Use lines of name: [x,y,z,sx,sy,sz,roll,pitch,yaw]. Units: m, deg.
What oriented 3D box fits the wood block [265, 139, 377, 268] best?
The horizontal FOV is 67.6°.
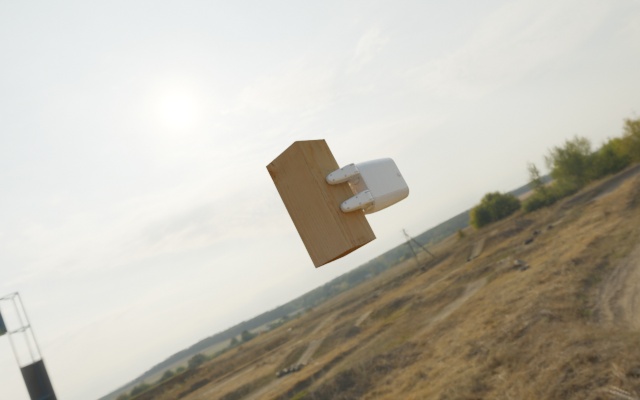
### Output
wood block: [0.000,0.003,0.852,0.091,0.206,0.090,-35,-13,37]
